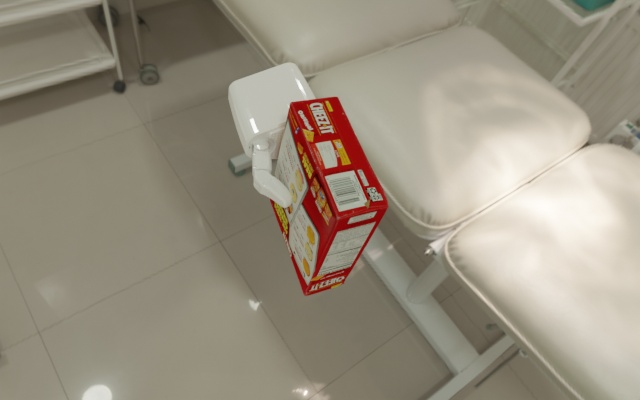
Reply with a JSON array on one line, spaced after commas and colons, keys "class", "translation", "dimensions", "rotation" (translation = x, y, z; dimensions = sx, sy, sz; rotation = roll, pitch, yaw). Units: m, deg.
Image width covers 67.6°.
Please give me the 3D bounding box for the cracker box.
[{"class": "cracker box", "translation": [0.000, 0.002, 0.612], "dimensions": [0.072, 0.164, 0.214], "rotation": [-12, -29, -19]}]
